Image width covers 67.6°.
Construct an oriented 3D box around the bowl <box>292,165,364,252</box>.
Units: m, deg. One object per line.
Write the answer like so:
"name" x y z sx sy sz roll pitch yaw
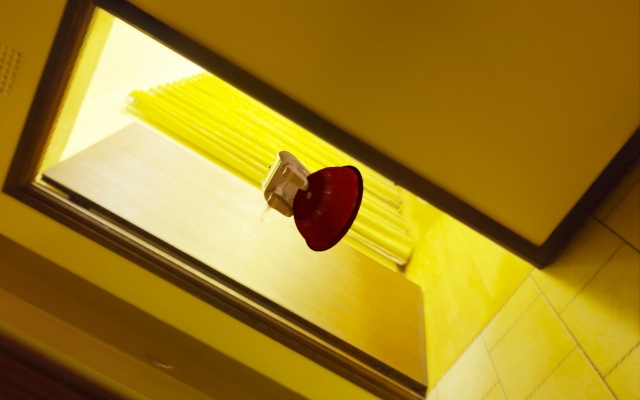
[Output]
"bowl" 0.000 0.003 0.805 0.055 0.162 0.162 26 -14 -29
